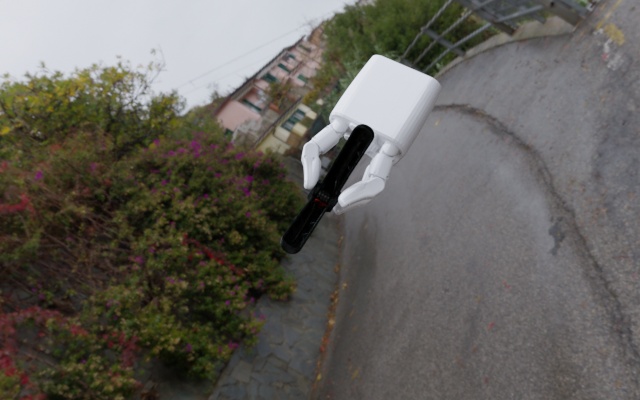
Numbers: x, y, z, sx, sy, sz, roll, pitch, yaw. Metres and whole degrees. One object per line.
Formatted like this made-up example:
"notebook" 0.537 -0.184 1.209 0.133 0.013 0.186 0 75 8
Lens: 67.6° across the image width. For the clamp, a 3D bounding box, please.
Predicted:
"clamp" -0.001 0.001 0.603 0.036 0.164 0.210 34 -12 1
